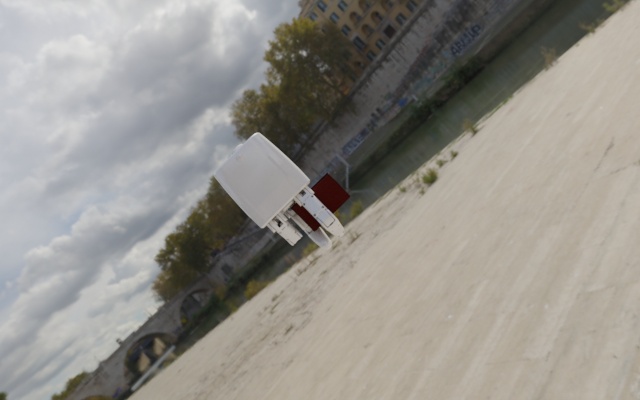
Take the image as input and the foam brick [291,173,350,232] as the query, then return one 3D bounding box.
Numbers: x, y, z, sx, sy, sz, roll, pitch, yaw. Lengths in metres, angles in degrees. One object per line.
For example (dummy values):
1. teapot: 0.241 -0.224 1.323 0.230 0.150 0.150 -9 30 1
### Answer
1. foam brick: 0.000 0.002 0.724 0.078 0.051 0.053 -44 0 -2
